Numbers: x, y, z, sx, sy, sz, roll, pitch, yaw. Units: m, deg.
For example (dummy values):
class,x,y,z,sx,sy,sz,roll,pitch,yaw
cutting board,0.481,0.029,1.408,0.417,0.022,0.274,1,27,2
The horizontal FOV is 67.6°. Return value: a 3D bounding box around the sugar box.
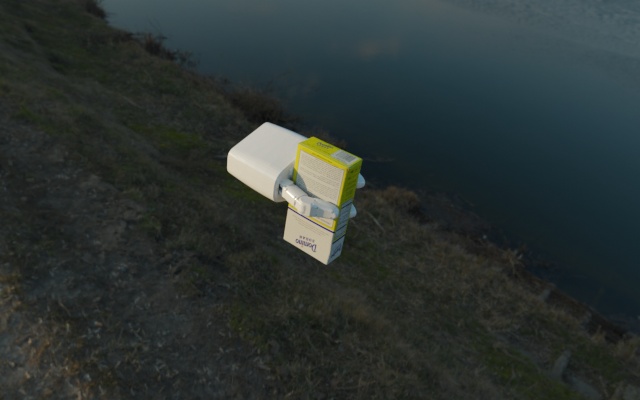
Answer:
class,x,y,z,sx,sy,sz,roll,pitch,yaw
sugar box,0.000,0.002,0.731,0.093,0.176,0.048,29,38,25
